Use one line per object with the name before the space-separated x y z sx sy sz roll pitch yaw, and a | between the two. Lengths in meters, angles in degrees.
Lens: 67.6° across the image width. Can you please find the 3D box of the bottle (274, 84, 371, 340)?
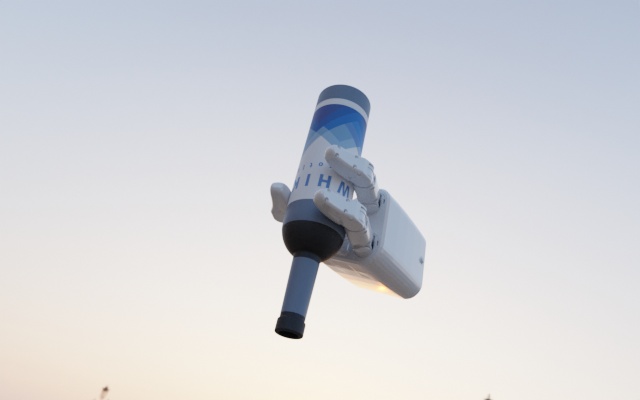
bottle | 0.000 0.001 0.514 0.069 0.295 0.069 10 -32 6
